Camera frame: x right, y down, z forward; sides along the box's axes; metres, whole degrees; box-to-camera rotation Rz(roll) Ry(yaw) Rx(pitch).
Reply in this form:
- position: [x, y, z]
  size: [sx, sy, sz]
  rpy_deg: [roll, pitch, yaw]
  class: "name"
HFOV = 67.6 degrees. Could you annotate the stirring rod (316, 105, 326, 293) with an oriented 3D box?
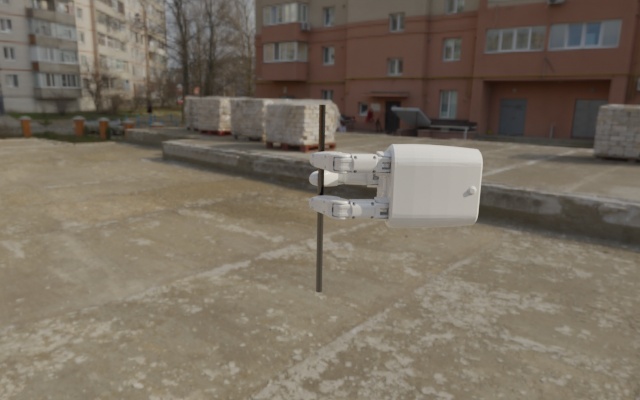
- position: [0.000, 0.002, 0.601]
  size: [0.011, 0.239, 0.011]
  rpy_deg: [1, 13, 0]
  class: "stirring rod"
